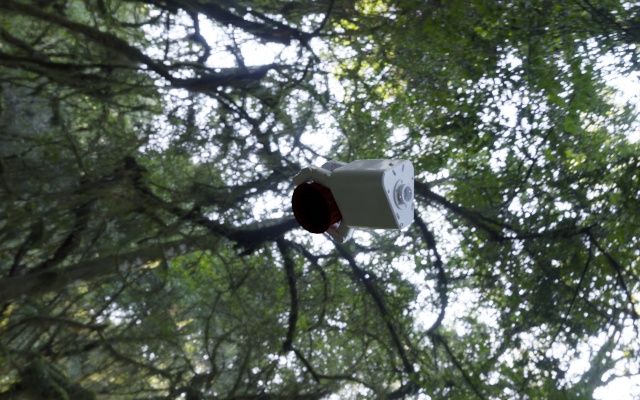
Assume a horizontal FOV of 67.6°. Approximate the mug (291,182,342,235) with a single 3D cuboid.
[{"bbox_3d":[-0.001,0.003,0.851,0.117,0.093,0.081,3,19,42],"label":"mug"}]
